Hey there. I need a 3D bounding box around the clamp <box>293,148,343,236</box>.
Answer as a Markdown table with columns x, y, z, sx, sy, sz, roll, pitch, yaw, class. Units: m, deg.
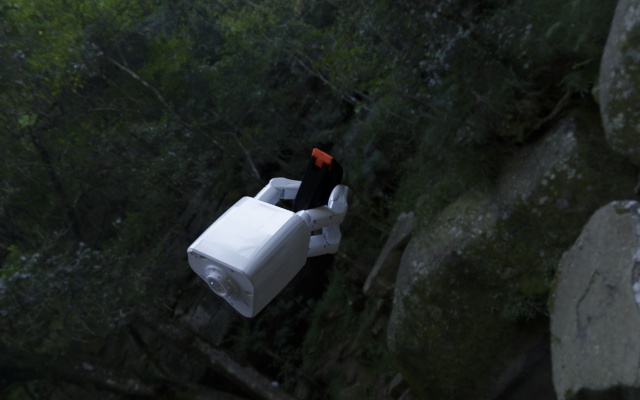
| x | y | z | sx | sy | sz | roll | pitch | yaw | class |
| --- | --- | --- | --- | --- | --- | --- | --- | --- | --- |
| -0.001 | 0.002 | 0.668 | 0.036 | 0.210 | 0.164 | 30 | 50 | 16 | clamp |
